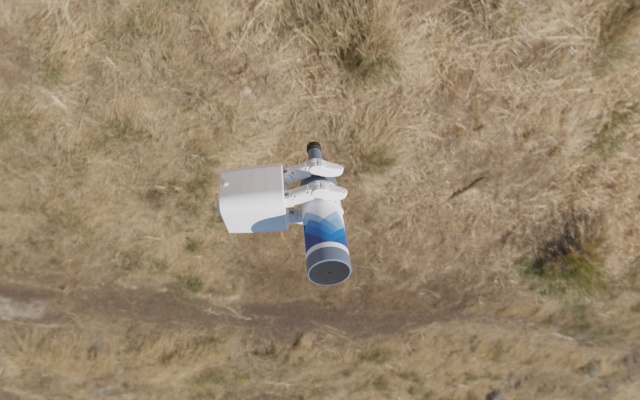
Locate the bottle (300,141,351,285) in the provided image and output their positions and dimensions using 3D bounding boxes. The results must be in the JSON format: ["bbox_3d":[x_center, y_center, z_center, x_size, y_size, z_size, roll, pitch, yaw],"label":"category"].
[{"bbox_3d":[0.000,0.003,0.812,0.069,0.295,0.069,-4,-44,-4],"label":"bottle"}]
